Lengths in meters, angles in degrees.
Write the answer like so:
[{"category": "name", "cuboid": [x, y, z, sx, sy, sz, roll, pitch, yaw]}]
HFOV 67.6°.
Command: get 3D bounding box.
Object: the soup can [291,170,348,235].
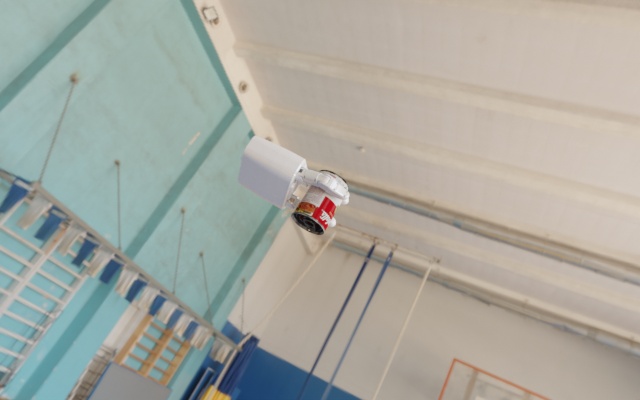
[{"category": "soup can", "cuboid": [0.001, 0.003, 0.877, 0.068, 0.102, 0.068, 25, -24, 12]}]
